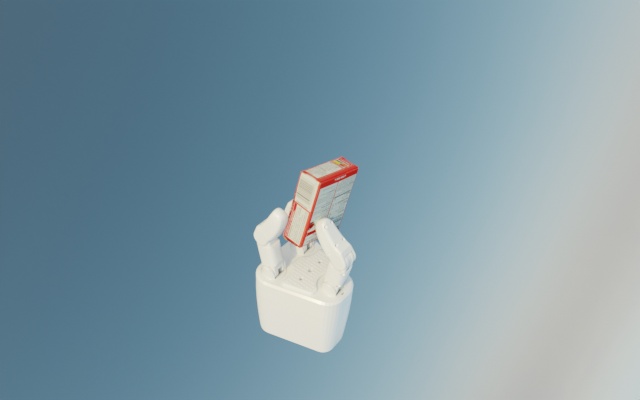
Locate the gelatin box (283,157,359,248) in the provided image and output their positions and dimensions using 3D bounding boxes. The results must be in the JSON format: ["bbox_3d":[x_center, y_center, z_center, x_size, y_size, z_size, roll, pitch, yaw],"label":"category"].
[{"bbox_3d":[0.001,0.002,0.531,0.030,0.089,0.073,34,34,25],"label":"gelatin box"}]
